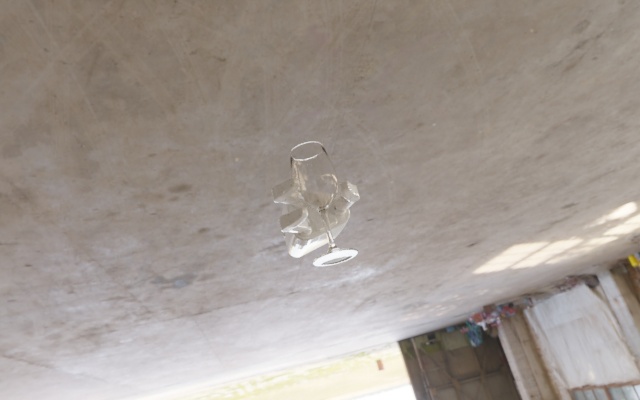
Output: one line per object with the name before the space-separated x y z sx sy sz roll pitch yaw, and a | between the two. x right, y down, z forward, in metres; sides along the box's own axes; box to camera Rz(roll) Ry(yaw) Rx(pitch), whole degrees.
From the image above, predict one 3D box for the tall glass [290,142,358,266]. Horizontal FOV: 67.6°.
tall glass | 0.000 0.003 0.797 0.079 0.201 0.079 -13 -22 -5
